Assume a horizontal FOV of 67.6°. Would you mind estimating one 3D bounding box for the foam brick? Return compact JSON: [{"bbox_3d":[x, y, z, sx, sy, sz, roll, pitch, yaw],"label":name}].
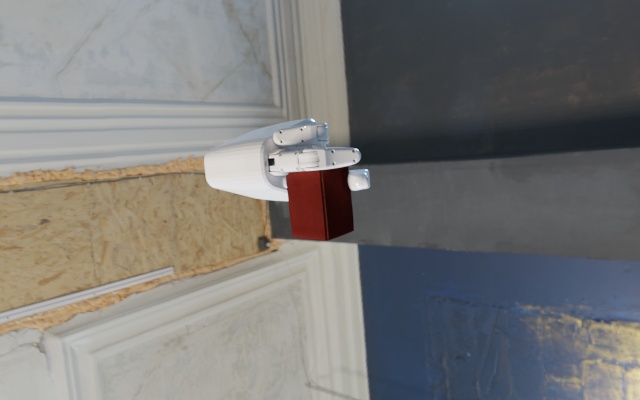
[{"bbox_3d":[0.000,0.002,0.535,0.051,0.078,0.053,-2,6,38],"label":"foam brick"}]
